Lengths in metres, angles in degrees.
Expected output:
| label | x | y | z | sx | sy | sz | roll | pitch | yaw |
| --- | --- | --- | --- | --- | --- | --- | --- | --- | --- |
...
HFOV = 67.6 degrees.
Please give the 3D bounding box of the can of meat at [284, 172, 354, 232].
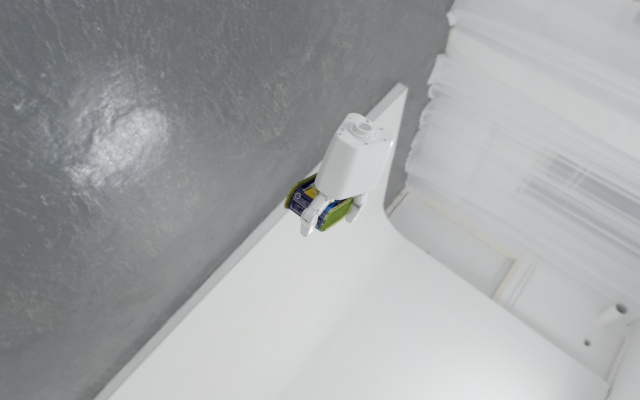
| label | x | y | z | sx | sy | sz | roll | pitch | yaw |
| --- | --- | --- | --- | --- | --- | --- | --- | --- | --- |
| can of meat | 0.000 | 0.003 | 0.853 | 0.084 | 0.057 | 0.102 | 35 | 36 | 18 |
